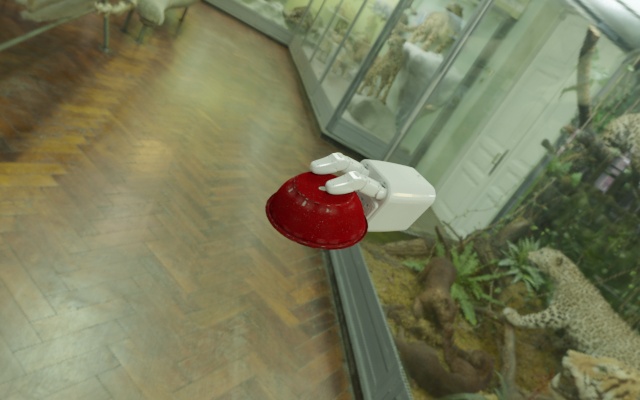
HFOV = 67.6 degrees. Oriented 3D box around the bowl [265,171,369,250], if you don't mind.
[{"bbox_3d":[-0.001,0.002,0.720,0.162,0.055,0.162,10,33,-6],"label":"bowl"}]
